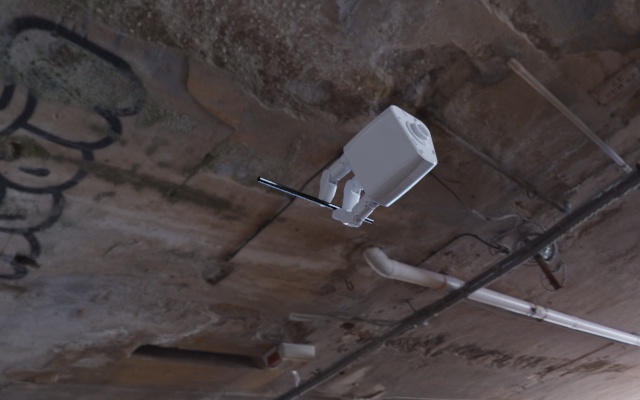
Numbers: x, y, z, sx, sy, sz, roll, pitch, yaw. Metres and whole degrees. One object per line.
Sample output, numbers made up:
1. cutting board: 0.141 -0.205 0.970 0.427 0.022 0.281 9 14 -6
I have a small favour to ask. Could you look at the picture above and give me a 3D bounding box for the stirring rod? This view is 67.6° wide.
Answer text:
1. stirring rod: 0.000 0.002 0.768 0.239 0.011 0.011 21 -13 -37
